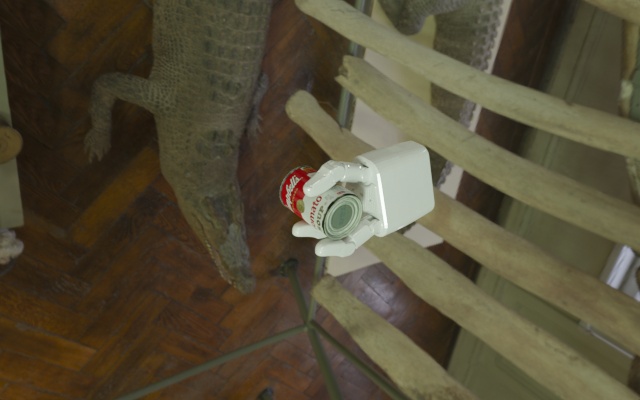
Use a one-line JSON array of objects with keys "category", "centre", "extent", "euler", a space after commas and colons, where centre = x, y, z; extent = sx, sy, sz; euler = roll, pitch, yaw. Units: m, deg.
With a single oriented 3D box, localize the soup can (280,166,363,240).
[{"category": "soup can", "centre": [0.000, 0.002, 0.650], "extent": [0.068, 0.068, 0.102], "euler": [0, 24, -41]}]
